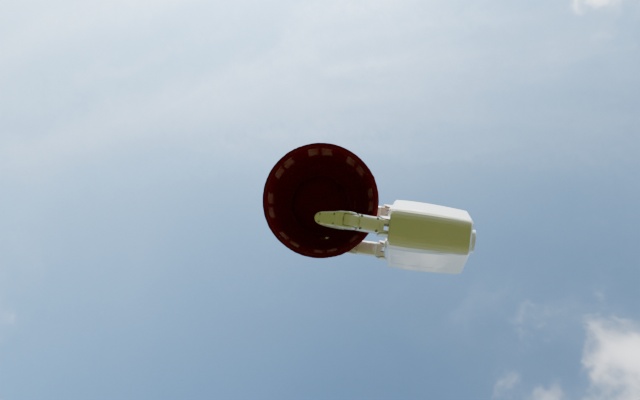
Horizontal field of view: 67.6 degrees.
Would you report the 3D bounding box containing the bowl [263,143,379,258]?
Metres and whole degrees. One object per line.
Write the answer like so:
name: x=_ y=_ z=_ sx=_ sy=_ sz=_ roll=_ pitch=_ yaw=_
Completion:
bowl: x=-0.001 y=0.002 z=0.684 sx=0.162 sy=0.162 sz=0.055 roll=0 pitch=-8 yaw=-1
